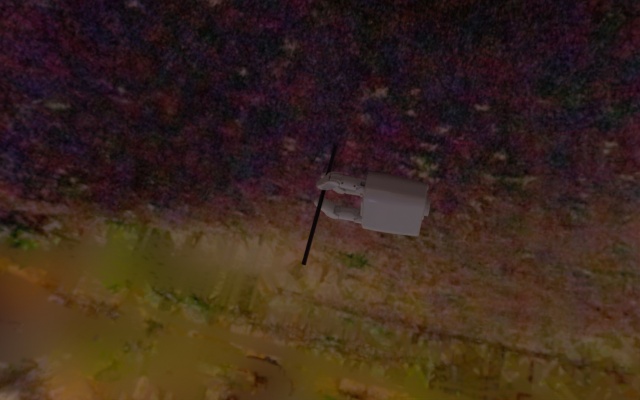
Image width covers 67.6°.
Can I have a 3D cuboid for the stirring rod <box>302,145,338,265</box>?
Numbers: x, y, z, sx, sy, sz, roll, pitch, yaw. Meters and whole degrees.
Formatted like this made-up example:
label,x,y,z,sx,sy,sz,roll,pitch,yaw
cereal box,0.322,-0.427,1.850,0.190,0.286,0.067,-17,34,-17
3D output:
label,x,y,z,sx,sy,sz,roll,pitch,yaw
stirring rod,0.000,0.003,0.865,0.011,0.239,0.011,13,-23,6
